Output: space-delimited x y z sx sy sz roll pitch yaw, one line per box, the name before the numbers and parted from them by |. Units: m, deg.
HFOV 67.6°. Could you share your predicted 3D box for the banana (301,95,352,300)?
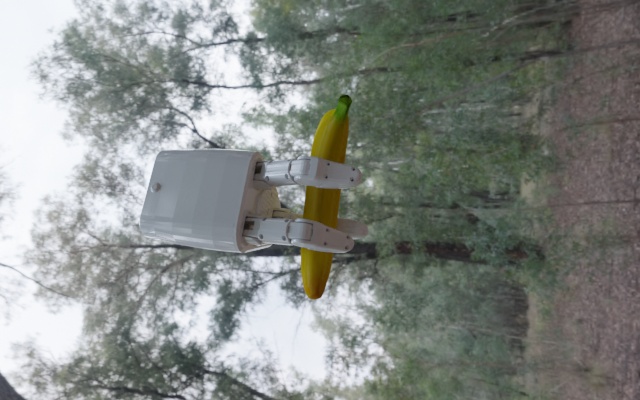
banana | 0.002 -0.004 0.479 0.037 0.198 0.069 7 7 3
